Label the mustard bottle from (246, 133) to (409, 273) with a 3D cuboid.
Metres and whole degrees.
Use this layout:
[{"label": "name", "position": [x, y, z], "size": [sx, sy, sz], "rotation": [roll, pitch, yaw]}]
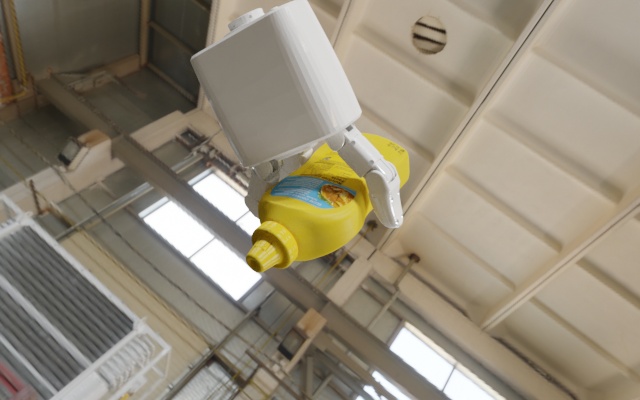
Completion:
[{"label": "mustard bottle", "position": [0.000, 0.002, 0.438], "size": [0.096, 0.058, 0.191], "rotation": [15, 39, 31]}]
